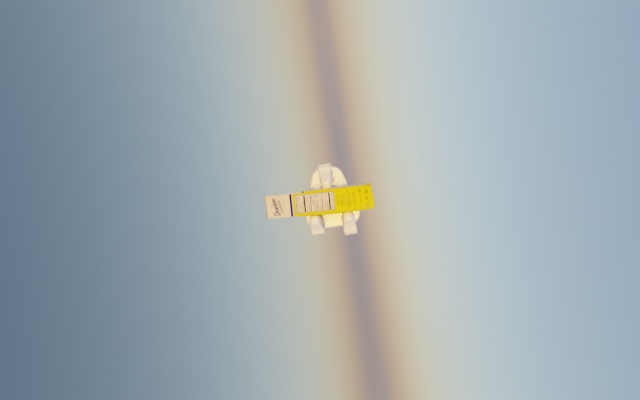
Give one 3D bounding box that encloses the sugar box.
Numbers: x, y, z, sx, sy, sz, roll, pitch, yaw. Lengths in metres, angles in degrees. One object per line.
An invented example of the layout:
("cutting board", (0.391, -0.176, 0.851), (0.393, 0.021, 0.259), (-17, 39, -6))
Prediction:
("sugar box", (0.000, 0.003, 0.811), (0.176, 0.048, 0.093), (-9, -1, 3))
